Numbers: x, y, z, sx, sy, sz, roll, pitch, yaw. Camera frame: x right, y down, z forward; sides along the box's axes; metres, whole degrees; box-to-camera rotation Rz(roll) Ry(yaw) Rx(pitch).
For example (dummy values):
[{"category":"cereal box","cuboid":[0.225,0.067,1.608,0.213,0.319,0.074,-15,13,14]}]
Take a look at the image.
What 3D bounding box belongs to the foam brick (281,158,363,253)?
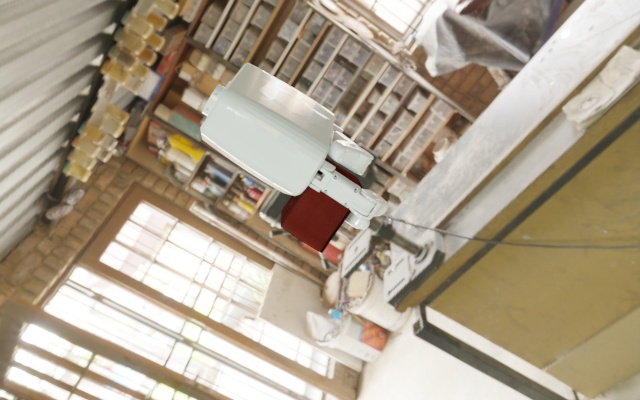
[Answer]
[{"category":"foam brick","cuboid":[0.000,0.002,0.486,0.051,0.078,0.053,31,13,-13]}]
